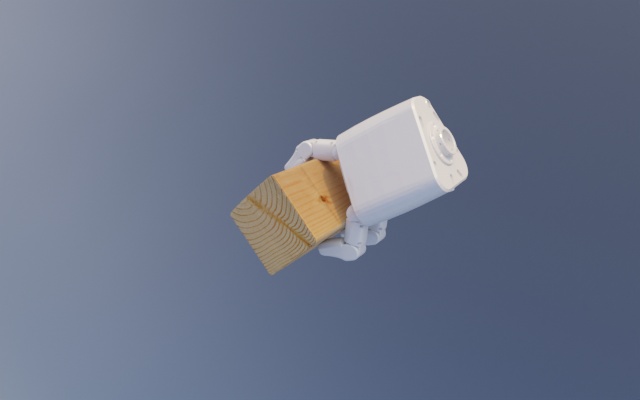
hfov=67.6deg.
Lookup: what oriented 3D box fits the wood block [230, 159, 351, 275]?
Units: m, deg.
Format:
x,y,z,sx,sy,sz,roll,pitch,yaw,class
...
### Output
x,y,z,sx,sy,sz,roll,pitch,yaw,class
0.000,0.002,0.613,0.090,0.091,0.206,-39,-8,36,wood block
